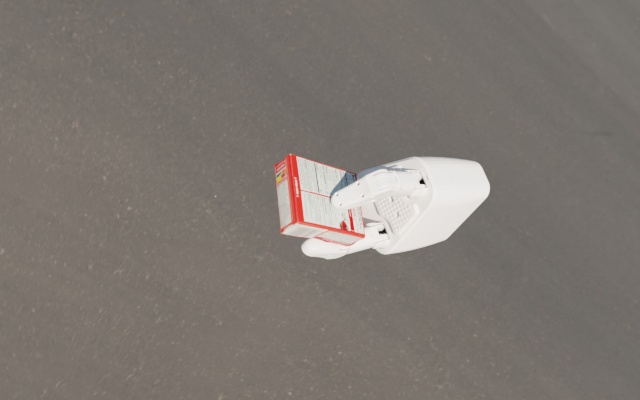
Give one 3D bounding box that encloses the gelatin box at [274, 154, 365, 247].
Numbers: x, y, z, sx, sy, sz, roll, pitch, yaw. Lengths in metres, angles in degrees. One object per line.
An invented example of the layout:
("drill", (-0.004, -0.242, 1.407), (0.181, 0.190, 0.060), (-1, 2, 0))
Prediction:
("gelatin box", (0.000, 0.001, 0.467), (0.089, 0.073, 0.030), (14, -33, -38))
